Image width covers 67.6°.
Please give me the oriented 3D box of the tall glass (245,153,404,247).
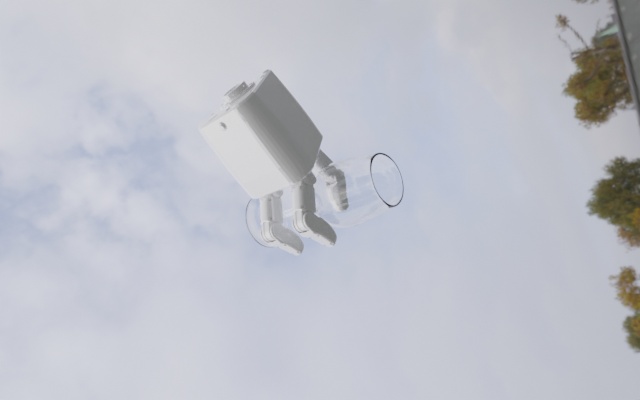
[{"bbox_3d":[0.000,0.002,0.580,0.201,0.079,0.079,-19,-12,39],"label":"tall glass"}]
